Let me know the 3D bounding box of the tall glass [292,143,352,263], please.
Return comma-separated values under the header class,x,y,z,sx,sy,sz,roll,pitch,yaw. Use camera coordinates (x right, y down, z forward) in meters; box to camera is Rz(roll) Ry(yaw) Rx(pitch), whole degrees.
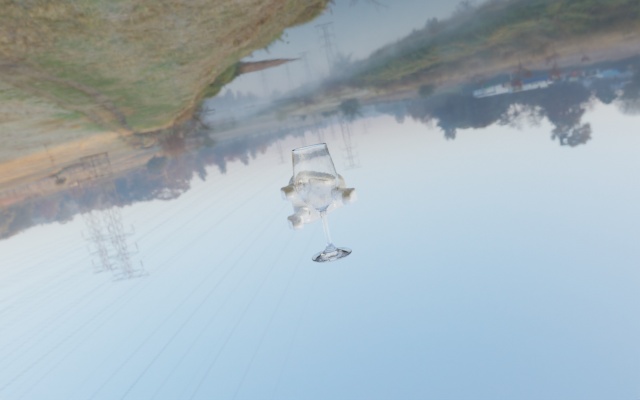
class,x,y,z,sx,sy,sz,roll,pitch,yaw
tall glass,0.000,0.003,0.844,0.079,0.201,0.079,-12,10,2
